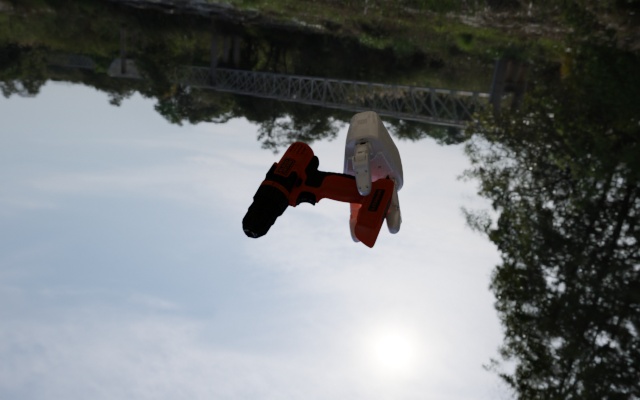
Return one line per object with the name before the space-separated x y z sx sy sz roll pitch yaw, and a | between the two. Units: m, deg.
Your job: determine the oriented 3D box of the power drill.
power drill | 0.001 0.002 0.690 0.187 0.184 0.057 19 -36 13
